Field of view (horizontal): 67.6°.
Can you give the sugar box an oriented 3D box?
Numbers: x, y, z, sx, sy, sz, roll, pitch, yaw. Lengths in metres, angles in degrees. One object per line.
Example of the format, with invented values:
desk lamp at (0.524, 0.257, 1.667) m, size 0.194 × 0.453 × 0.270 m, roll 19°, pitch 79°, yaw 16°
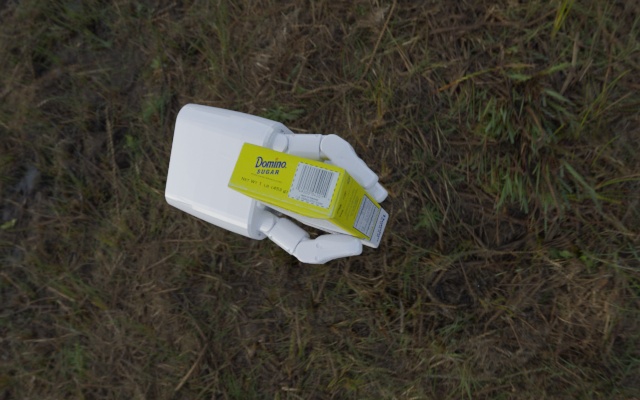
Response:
sugar box at (0.000, 0.001, 0.441) m, size 0.093 × 0.048 × 0.176 m, roll 18°, pitch -4°, yaw 20°
